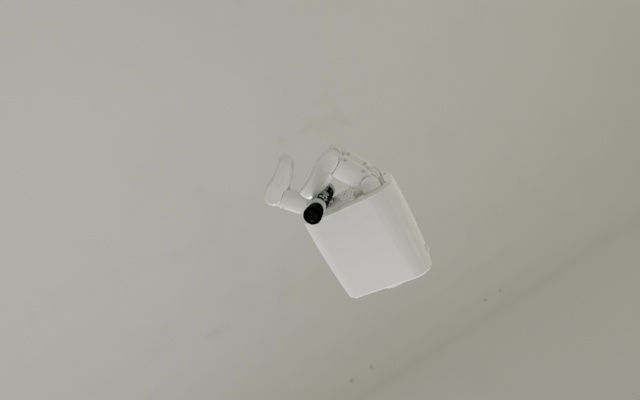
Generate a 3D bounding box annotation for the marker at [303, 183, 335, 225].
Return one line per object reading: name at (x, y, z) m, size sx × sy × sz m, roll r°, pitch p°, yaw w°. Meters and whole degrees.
marker at (0.000, 0.002, 0.512) m, size 0.020 × 0.020 × 0.121 m, roll 0°, pitch 13°, yaw 8°
